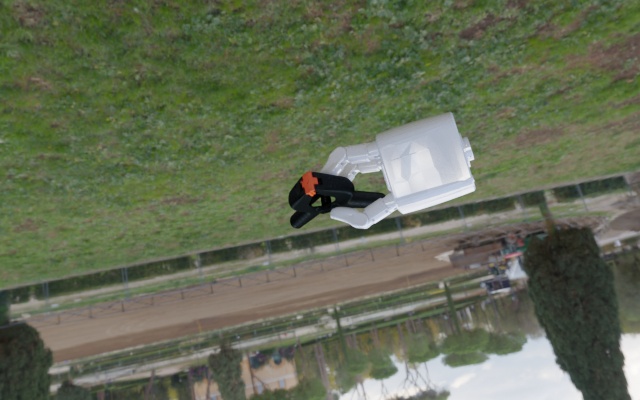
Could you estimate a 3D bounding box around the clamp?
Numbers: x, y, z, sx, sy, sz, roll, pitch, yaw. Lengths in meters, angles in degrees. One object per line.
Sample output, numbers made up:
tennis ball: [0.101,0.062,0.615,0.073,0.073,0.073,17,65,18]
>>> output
clamp: [0.000,0.003,0.706,0.164,0.036,0.210,-17,-16,17]
